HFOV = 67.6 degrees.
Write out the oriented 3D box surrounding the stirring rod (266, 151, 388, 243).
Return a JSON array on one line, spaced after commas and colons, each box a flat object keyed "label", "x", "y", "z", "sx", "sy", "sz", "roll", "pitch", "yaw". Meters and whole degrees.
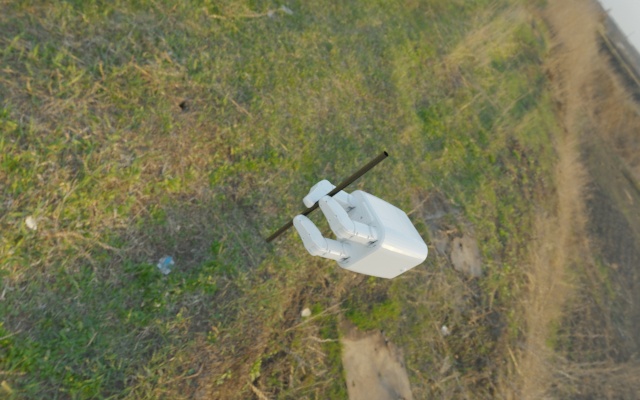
[{"label": "stirring rod", "x": 0.000, "y": 0.002, "z": 0.645, "sx": 0.011, "sy": 0.011, "sz": 0.240, "roll": 0, "pitch": -29, "yaw": -49}]
